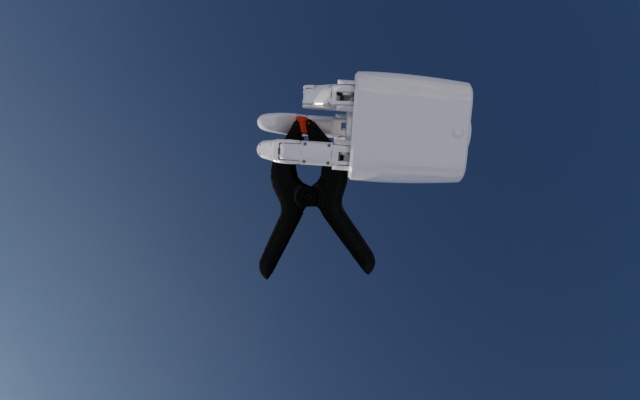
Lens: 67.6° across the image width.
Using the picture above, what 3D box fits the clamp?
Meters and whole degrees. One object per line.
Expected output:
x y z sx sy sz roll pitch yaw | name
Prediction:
0.000 0.001 0.490 0.120 0.171 0.039 4 7 1 | clamp
